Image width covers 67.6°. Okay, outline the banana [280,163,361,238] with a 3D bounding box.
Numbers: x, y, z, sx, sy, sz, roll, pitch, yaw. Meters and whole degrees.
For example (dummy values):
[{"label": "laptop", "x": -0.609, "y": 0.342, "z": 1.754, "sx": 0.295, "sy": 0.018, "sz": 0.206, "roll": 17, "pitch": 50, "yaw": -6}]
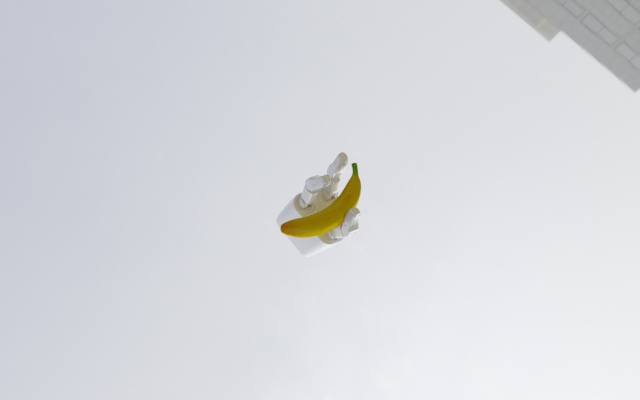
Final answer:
[{"label": "banana", "x": 0.014, "y": 0.015, "z": 0.820, "sx": 0.197, "sy": 0.069, "sz": 0.037, "roll": -42, "pitch": 9, "yaw": -32}]
